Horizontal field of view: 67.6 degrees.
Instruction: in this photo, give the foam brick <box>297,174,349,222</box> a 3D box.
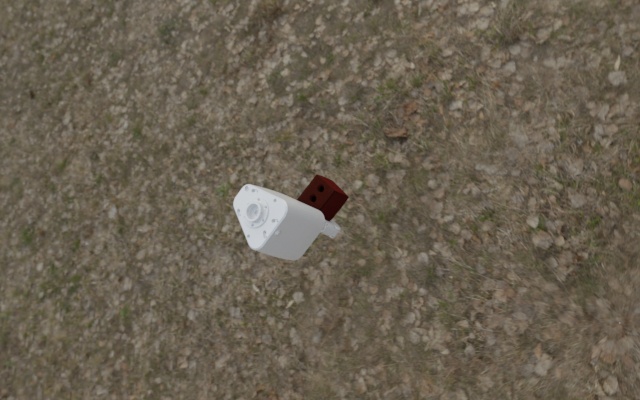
[{"bbox_3d":[0.000,0.002,0.839,0.053,0.078,0.051,44,12,34],"label":"foam brick"}]
